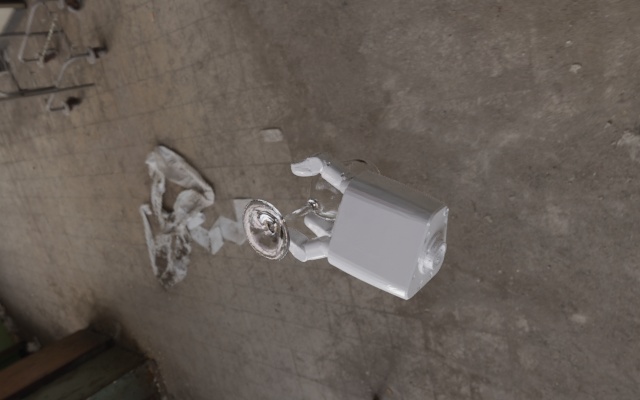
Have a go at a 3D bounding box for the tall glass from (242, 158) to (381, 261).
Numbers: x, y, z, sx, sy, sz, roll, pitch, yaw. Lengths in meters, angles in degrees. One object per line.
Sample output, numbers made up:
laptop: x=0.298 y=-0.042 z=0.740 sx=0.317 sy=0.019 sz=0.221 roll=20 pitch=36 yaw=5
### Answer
tall glass: x=0.000 y=0.002 z=0.608 sx=0.079 sy=0.079 sz=0.201 roll=0 pitch=19 yaw=42
